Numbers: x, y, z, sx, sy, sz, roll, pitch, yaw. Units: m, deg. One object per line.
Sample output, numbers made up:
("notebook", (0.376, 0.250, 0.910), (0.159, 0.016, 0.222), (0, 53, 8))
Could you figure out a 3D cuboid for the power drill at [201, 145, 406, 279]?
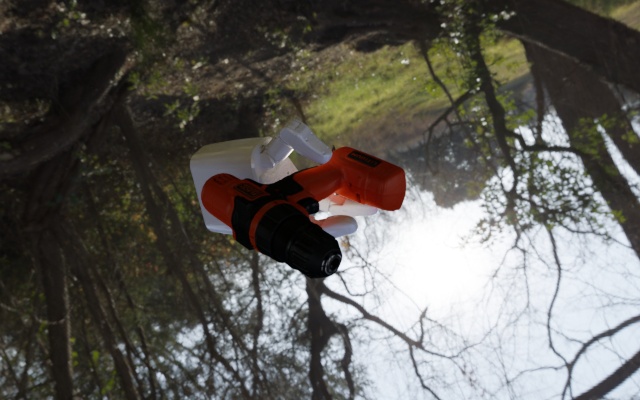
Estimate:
("power drill", (0.000, 0.001, 0.482), (0.187, 0.057, 0.184), (-18, 34, -39))
